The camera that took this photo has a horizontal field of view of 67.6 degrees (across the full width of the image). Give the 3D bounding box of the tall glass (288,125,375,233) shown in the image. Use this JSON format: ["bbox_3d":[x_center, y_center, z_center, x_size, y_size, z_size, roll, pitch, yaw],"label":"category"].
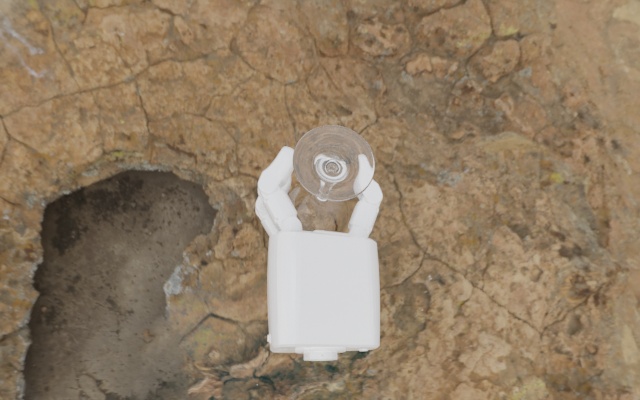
[{"bbox_3d":[0.000,0.001,0.514,0.079,0.079,0.201,0,-21,-8],"label":"tall glass"}]
